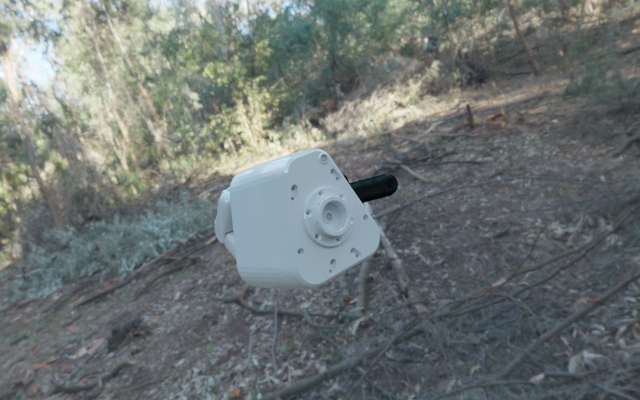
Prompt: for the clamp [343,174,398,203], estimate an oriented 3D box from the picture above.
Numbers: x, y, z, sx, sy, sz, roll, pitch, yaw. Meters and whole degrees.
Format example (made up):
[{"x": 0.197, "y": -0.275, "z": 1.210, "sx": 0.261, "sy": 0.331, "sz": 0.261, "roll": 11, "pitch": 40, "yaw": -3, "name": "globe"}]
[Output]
[{"x": 0.000, "y": 0.001, "z": 0.537, "sx": 0.171, "sy": 0.039, "sz": 0.120, "roll": -25, "pitch": 7, "yaw": -33, "name": "clamp"}]
